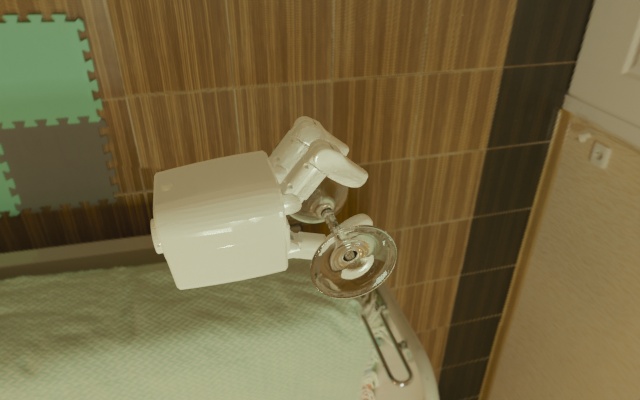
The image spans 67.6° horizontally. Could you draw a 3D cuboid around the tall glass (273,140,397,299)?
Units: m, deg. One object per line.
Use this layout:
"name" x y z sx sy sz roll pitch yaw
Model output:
"tall glass" 0.000 0.002 0.466 0.079 0.079 0.201 0 30 -18
